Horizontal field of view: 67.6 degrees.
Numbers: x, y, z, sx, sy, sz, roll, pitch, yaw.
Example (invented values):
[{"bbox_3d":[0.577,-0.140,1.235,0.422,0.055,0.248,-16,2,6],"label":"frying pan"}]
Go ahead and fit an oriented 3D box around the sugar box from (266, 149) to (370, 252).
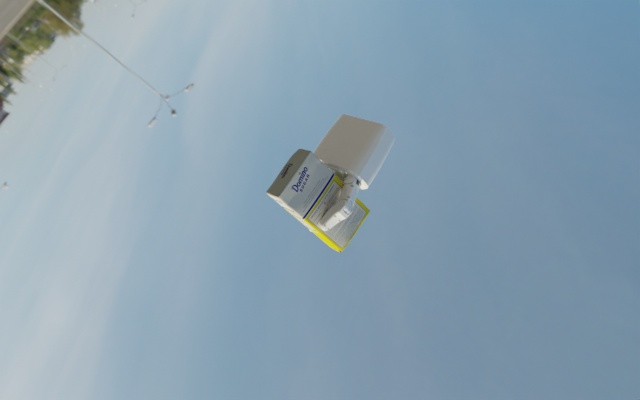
[{"bbox_3d":[0.000,0.002,0.796,0.176,0.093,0.048,43,-14,-34],"label":"sugar box"}]
